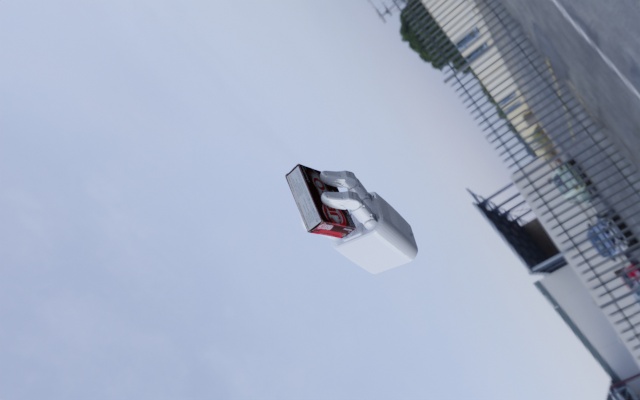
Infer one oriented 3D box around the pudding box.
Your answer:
[{"bbox_3d":[0.000,0.003,0.766,0.039,0.113,0.090,-39,-31,25],"label":"pudding box"}]
